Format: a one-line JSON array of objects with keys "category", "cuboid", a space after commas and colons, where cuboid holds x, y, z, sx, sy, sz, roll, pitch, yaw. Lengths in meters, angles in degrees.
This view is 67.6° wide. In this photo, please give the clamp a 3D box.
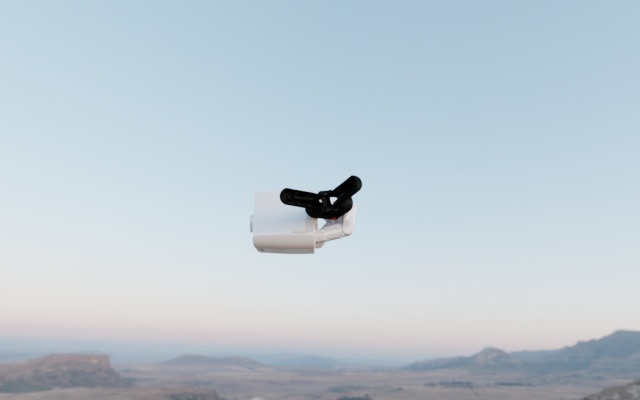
[{"category": "clamp", "cuboid": [0.000, 0.002, 0.753, 0.120, 0.039, 0.171, -3, -18, -1]}]
